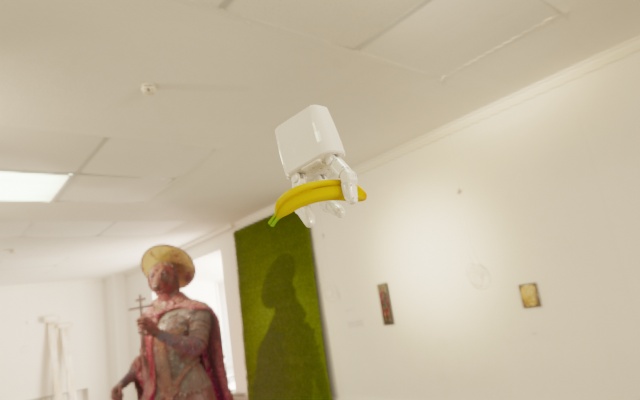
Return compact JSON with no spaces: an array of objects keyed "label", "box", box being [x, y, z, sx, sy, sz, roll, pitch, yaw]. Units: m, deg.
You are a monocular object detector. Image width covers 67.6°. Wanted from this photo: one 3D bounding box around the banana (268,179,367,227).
[{"label":"banana","box":[0.001,-0.008,0.837,0.198,0.037,0.070,-13,-32,-23]}]
